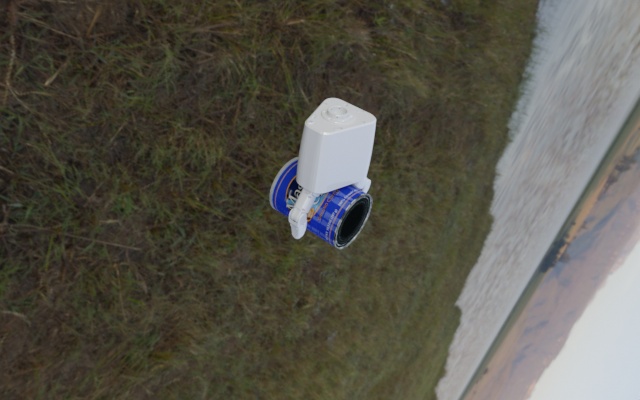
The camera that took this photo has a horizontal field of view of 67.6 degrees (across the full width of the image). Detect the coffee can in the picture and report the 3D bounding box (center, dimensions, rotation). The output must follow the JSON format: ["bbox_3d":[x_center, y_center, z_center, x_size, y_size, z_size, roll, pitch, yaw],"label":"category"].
[{"bbox_3d":[0.000,0.003,0.797,0.140,0.103,0.103,31,14,25],"label":"coffee can"}]
